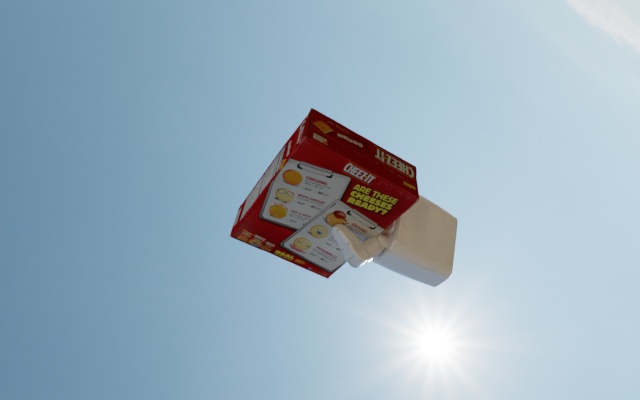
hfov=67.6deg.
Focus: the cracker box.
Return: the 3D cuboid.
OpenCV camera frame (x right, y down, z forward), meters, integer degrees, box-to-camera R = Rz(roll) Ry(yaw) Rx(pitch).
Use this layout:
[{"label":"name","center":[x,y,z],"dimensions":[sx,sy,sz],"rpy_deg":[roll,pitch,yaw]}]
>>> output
[{"label":"cracker box","center":[0.000,0.002,0.641],"dimensions":[0.164,0.072,0.214],"rpy_deg":[26,-48,-18]}]
